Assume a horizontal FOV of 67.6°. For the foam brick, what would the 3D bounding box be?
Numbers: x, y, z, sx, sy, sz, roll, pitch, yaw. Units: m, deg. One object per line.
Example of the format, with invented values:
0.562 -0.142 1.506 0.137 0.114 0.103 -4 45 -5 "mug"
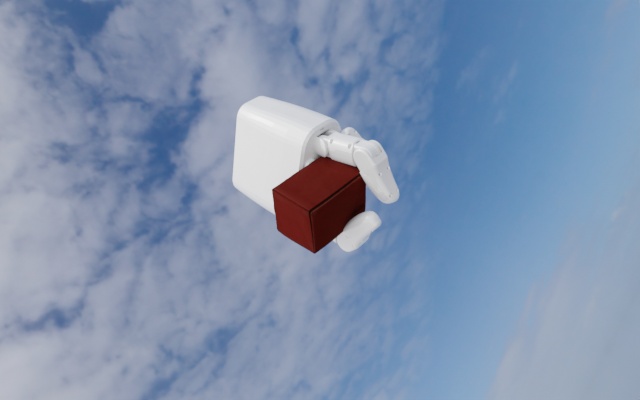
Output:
0.000 0.002 0.451 0.051 0.053 0.078 28 48 33 "foam brick"
